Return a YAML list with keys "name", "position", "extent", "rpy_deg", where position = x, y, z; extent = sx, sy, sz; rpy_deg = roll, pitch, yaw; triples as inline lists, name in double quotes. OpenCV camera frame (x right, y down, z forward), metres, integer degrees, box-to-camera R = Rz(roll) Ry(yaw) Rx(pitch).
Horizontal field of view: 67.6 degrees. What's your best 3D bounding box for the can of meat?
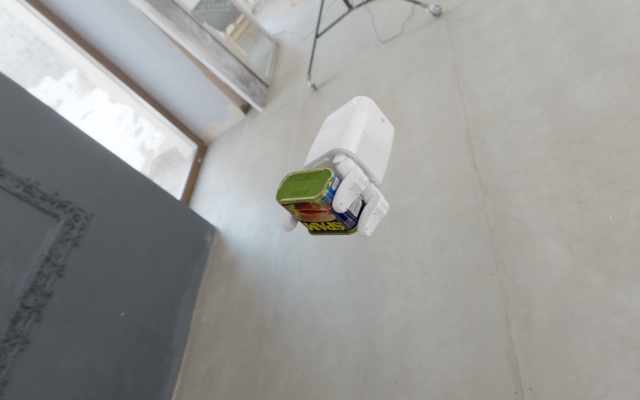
- name: "can of meat"
  position: [0.000, 0.002, 0.654]
  extent: [0.102, 0.057, 0.084]
  rpy_deg: [-4, -37, 43]
